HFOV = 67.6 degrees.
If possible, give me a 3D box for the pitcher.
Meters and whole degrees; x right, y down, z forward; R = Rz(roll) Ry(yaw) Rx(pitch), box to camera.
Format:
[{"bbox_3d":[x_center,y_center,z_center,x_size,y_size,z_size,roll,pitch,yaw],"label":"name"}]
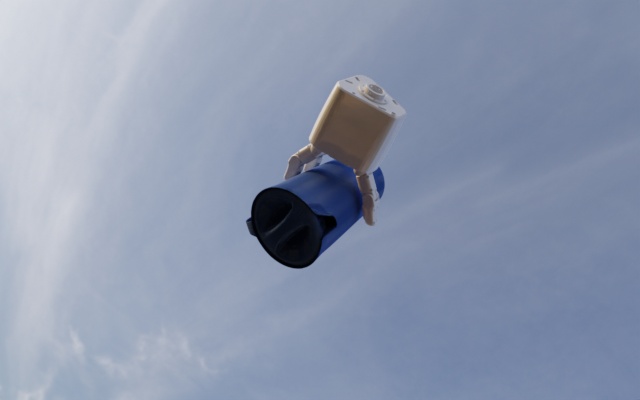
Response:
[{"bbox_3d":[0.000,0.003,0.804,0.149,0.145,0.242,37,38,16],"label":"pitcher"}]
